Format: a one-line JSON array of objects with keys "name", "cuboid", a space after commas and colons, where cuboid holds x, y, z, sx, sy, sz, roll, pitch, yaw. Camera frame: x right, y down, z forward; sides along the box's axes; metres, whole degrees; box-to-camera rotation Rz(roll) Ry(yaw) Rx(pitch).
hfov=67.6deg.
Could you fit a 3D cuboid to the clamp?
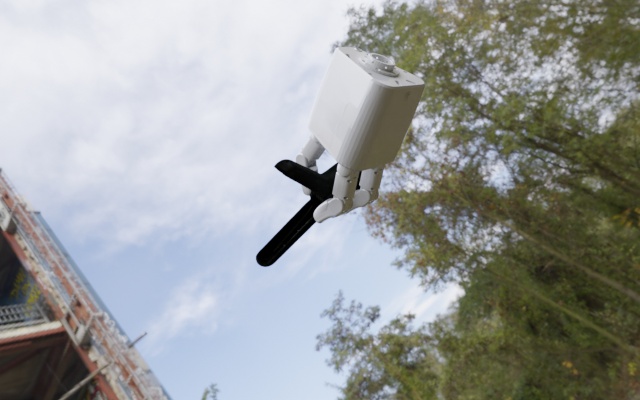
[{"name": "clamp", "cuboid": [0.000, 0.001, 0.643, 0.036, 0.165, 0.210, 41, 37, 27]}]
